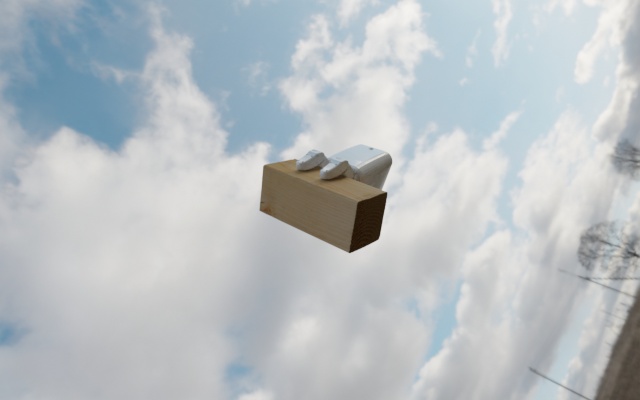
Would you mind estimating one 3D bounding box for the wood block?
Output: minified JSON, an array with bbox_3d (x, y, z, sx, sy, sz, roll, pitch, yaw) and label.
[{"bbox_3d":[0.000,0.003,0.824,0.206,0.091,0.090,22,25,35],"label":"wood block"}]
